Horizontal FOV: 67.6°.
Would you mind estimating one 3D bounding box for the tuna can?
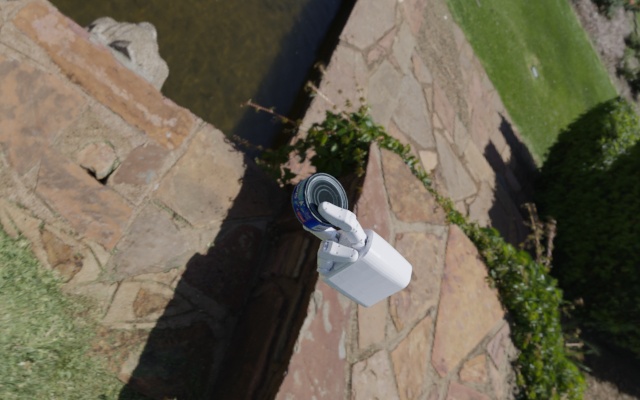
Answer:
[{"bbox_3d":[0.000,0.002,0.727,0.086,0.086,0.034,0,-17,-40],"label":"tuna can"}]
